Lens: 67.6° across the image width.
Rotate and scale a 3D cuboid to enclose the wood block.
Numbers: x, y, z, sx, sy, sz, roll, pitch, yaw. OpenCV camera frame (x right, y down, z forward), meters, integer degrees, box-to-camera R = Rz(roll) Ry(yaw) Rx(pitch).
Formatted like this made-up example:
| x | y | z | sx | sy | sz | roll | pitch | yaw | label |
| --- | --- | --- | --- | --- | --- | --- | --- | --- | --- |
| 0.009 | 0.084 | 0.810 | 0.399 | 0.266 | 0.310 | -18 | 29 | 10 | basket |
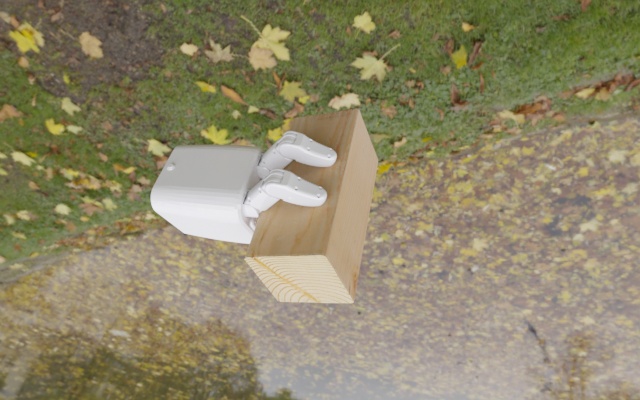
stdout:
| x | y | z | sx | sy | sz | roll | pitch | yaw | label |
| --- | --- | --- | --- | --- | --- | --- | --- | --- | --- |
| 0.000 | 0.002 | 0.538 | 0.090 | 0.206 | 0.091 | -4 | -41 | 23 | wood block |
